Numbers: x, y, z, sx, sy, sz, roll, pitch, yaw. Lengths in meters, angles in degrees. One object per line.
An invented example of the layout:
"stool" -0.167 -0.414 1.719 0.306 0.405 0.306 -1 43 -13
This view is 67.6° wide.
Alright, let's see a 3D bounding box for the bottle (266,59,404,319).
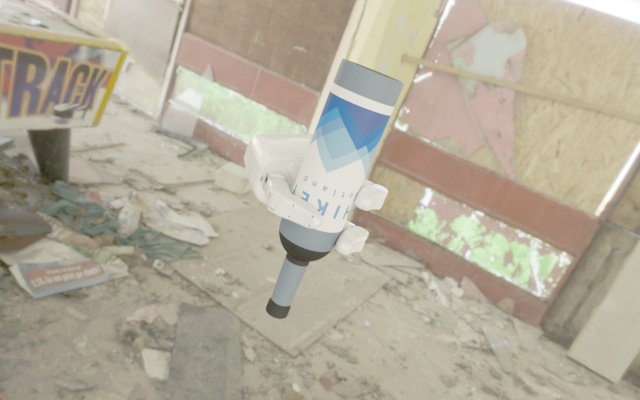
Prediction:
"bottle" 0.000 0.001 0.517 0.069 0.296 0.069 20 18 -7
